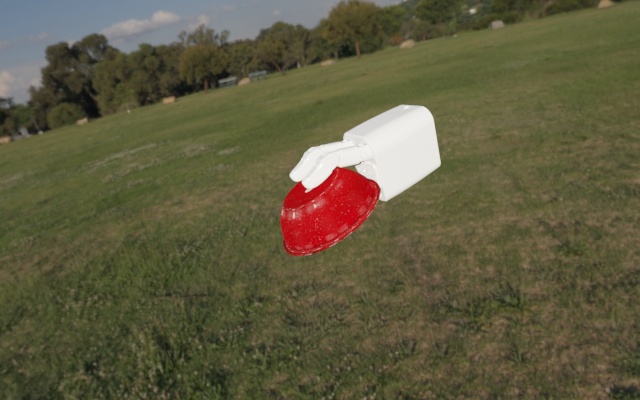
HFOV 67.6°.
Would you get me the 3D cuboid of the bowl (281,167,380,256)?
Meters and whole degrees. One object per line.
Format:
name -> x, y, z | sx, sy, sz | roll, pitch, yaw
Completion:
bowl -> -0.001, 0.003, 0.666 | 0.162, 0.055, 0.162 | -30, 24, 15
